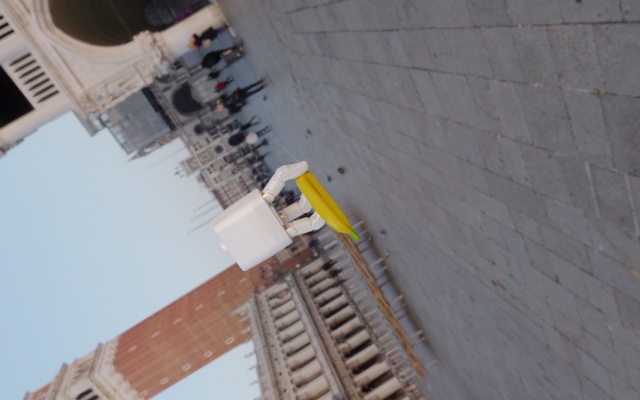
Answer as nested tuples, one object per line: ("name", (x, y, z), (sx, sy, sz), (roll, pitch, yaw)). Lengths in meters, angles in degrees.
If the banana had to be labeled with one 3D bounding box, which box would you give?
("banana", (-0.004, -0.004, 0.853), (0.037, 0.197, 0.070), (-36, -34, -3))
